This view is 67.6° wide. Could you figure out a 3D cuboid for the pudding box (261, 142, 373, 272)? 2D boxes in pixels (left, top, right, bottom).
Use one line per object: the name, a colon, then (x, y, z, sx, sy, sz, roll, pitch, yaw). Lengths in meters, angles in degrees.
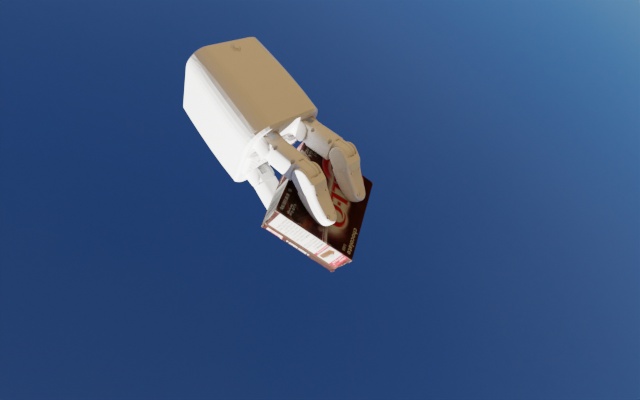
pudding box: (0.000, 0.002, 0.484, 0.090, 0.113, 0.039, 34, -42, -15)
